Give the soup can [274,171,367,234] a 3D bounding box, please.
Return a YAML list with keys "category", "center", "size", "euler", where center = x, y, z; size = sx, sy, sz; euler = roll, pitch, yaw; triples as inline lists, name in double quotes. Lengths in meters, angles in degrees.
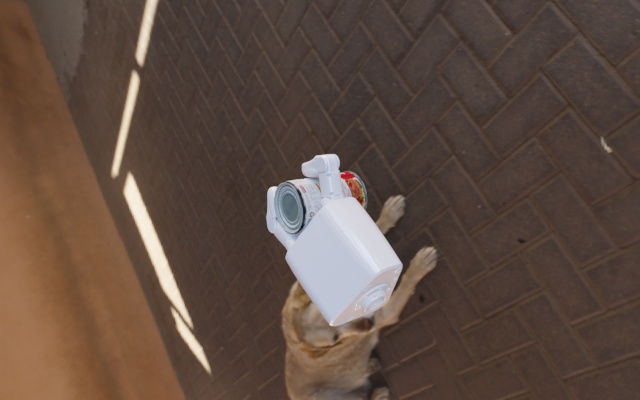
- category: "soup can"
  center: [0.000, 0.002, 0.616]
  size: [0.102, 0.068, 0.068]
  euler: [-11, 7, -36]
